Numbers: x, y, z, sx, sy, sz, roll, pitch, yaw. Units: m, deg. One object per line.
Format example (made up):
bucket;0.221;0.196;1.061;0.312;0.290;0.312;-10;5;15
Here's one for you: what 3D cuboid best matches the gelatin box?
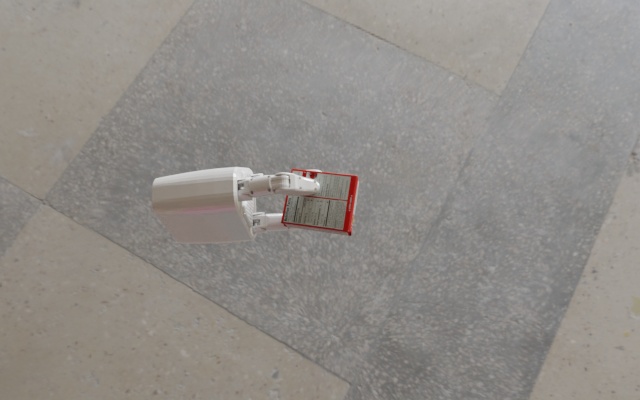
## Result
gelatin box;0.000;0.002;0.604;0.089;0.073;0.030;7;-14;11
